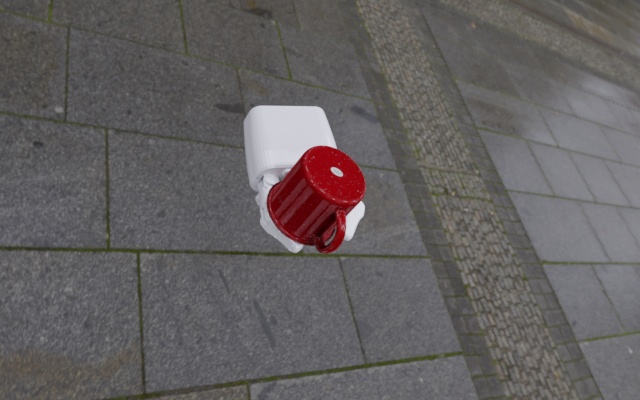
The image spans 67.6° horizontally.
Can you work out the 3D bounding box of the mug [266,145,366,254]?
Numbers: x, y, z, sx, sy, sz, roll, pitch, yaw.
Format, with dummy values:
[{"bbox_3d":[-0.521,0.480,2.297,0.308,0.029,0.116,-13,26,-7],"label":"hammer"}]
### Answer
[{"bbox_3d":[0.000,0.003,0.534,0.093,0.117,0.081,7,-37,-32],"label":"mug"}]
